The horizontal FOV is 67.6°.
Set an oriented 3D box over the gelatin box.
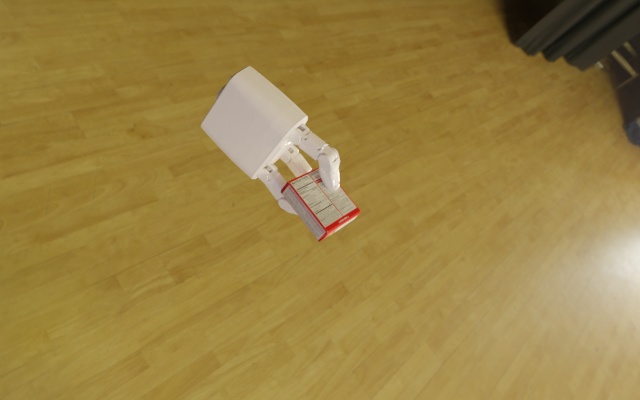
[{"bbox_3d":[0.001,0.002,0.651,0.073,0.089,0.030,-29,-14,-42],"label":"gelatin box"}]
